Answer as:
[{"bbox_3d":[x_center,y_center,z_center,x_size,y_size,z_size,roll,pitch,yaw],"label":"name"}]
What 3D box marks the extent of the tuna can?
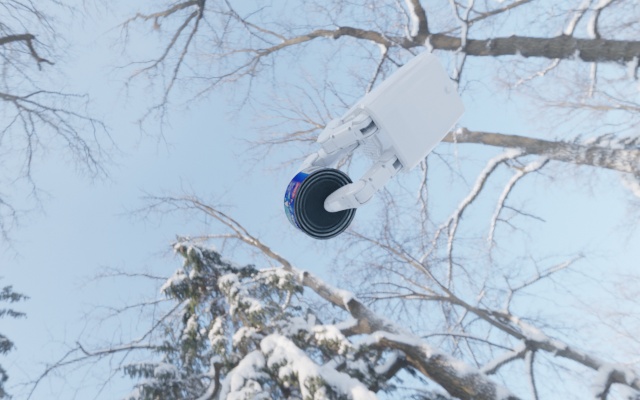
[{"bbox_3d":[0.000,0.002,0.572,0.086,0.086,0.033,0,10,-29],"label":"tuna can"}]
